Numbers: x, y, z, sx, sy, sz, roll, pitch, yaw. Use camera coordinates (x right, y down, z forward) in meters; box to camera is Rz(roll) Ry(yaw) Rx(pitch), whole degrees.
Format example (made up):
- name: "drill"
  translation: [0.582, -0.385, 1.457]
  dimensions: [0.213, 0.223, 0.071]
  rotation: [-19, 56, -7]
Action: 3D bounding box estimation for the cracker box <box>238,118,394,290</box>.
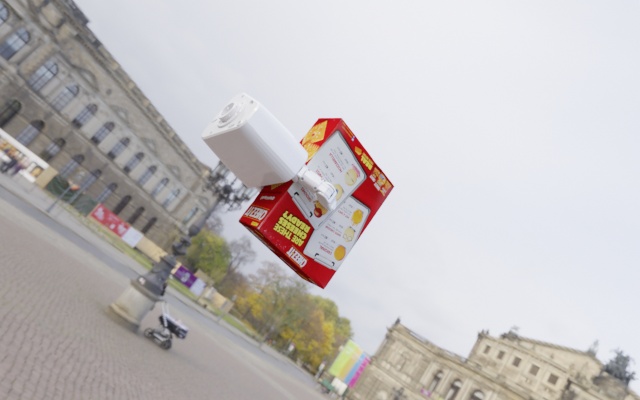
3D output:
- name: "cracker box"
  translation: [0.000, 0.002, 0.750]
  dimensions: [0.072, 0.213, 0.164]
  rotation: [14, -28, 53]
